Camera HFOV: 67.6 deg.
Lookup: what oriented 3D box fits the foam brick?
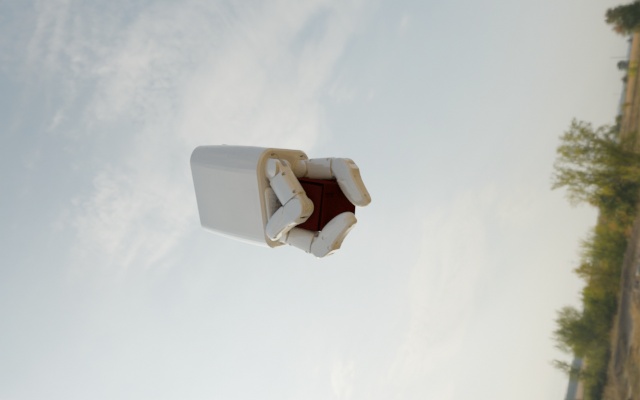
[{"bbox_3d":[0.000,0.002,0.533,0.051,0.053,0.078,8,7,31],"label":"foam brick"}]
